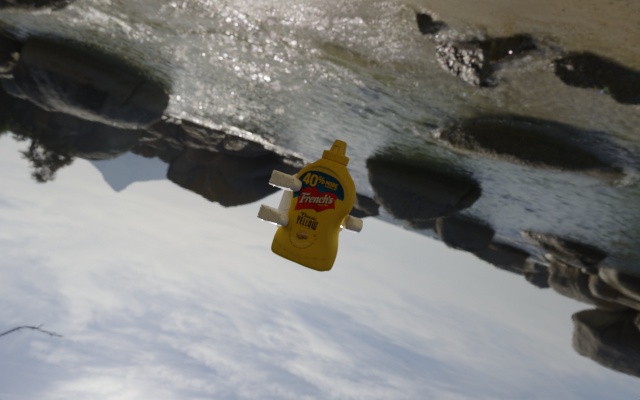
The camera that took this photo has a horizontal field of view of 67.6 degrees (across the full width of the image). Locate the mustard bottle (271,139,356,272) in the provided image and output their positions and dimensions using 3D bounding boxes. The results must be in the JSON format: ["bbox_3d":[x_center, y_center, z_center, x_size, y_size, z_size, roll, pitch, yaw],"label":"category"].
[{"bbox_3d":[0.000,0.003,0.710,0.096,0.191,0.058,19,0,22],"label":"mustard bottle"}]
